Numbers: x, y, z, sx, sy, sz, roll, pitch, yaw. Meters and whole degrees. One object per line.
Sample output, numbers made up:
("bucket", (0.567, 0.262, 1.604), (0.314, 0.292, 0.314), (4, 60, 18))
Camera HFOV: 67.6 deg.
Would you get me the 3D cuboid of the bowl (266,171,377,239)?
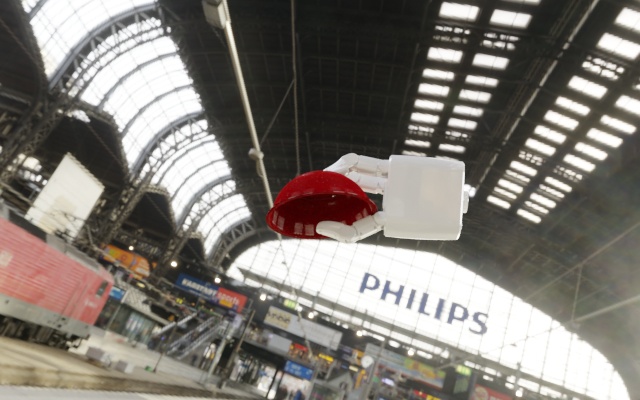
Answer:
("bowl", (-0.001, 0.002, 0.700), (0.162, 0.055, 0.162), (-4, -26, -2))
